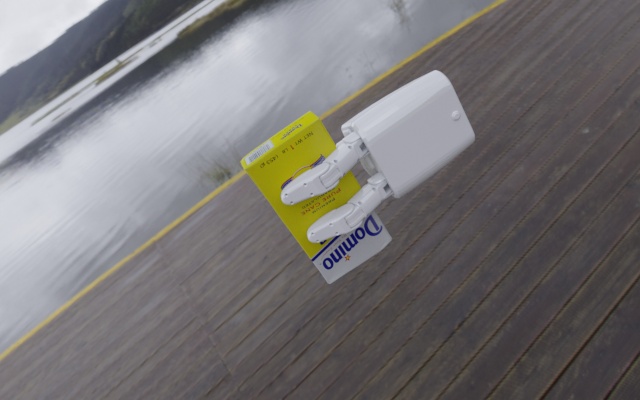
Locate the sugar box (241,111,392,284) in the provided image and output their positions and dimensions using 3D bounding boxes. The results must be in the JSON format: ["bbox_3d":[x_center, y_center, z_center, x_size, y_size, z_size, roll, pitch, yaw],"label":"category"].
[{"bbox_3d":[0.000,0.002,0.526,0.093,0.176,0.048,-34,25,0],"label":"sugar box"}]
